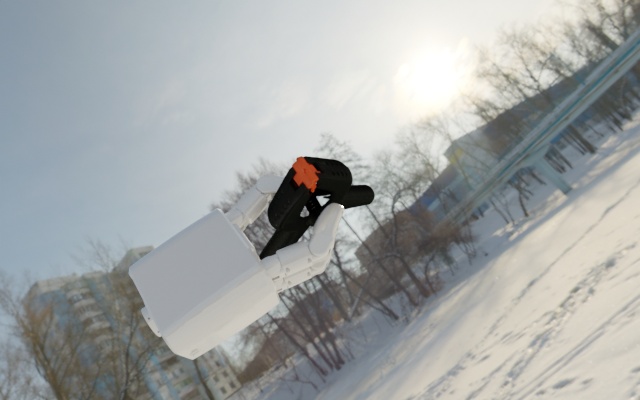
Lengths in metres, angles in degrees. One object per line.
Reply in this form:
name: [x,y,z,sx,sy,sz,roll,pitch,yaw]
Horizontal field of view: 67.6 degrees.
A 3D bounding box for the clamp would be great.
clamp: [-0.001,0.001,0.507,0.164,0.036,0.210,-33,-17,-14]
